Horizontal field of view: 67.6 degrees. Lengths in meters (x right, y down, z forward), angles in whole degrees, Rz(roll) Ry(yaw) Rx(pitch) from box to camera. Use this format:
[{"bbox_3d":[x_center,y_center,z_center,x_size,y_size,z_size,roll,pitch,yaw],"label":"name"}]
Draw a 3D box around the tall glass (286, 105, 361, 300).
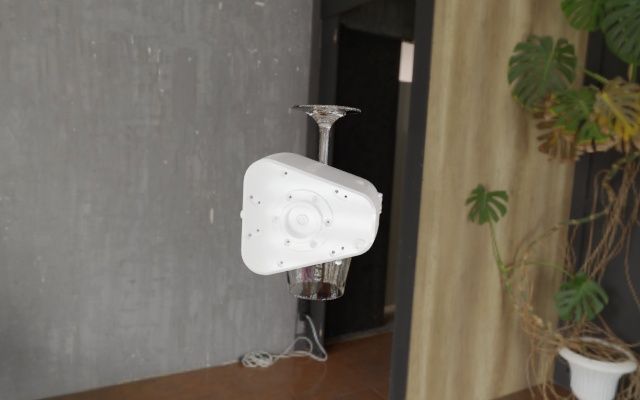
[{"bbox_3d":[0.000,0.001,0.515,0.079,0.201,0.079,3,6,0],"label":"tall glass"}]
